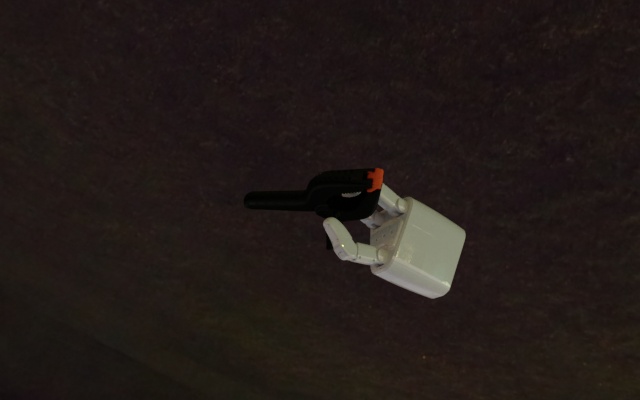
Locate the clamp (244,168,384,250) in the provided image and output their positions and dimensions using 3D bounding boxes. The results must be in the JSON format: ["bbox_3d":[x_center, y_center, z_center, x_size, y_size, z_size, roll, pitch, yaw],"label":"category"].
[{"bbox_3d":[0.000,0.003,0.636,0.164,0.036,0.210,25,-32,-20],"label":"clamp"}]
